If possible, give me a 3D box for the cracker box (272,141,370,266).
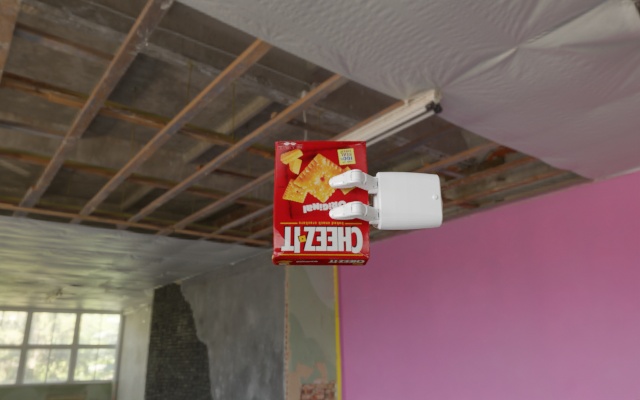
[{"bbox_3d":[0.000,0.003,0.837,0.164,0.213,0.072,0,-17,-2],"label":"cracker box"}]
